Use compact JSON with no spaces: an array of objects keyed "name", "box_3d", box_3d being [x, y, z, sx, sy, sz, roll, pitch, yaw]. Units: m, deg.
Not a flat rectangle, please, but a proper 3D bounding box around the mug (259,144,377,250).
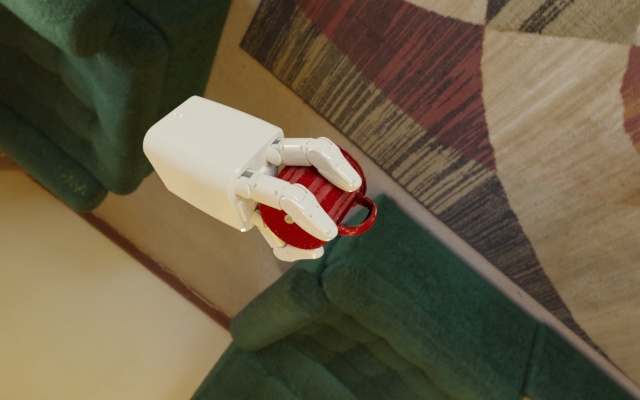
[{"name":"mug","box_3d":[0.001,0.002,0.493,0.117,0.093,0.081,25,49,15]}]
